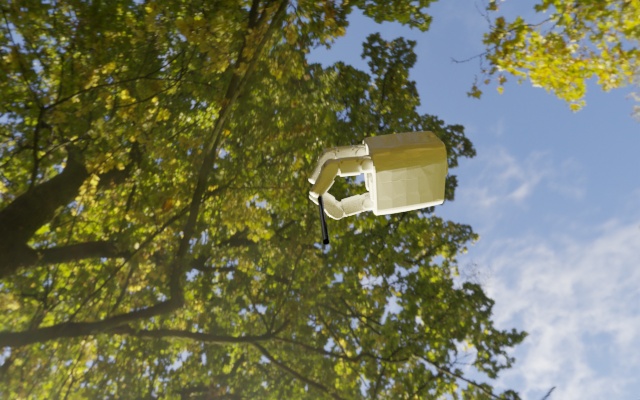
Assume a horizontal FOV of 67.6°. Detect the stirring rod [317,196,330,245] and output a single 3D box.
[{"bbox_3d":[0.000,0.002,0.673,0.011,0.011,0.239,0,23,-3],"label":"stirring rod"}]
